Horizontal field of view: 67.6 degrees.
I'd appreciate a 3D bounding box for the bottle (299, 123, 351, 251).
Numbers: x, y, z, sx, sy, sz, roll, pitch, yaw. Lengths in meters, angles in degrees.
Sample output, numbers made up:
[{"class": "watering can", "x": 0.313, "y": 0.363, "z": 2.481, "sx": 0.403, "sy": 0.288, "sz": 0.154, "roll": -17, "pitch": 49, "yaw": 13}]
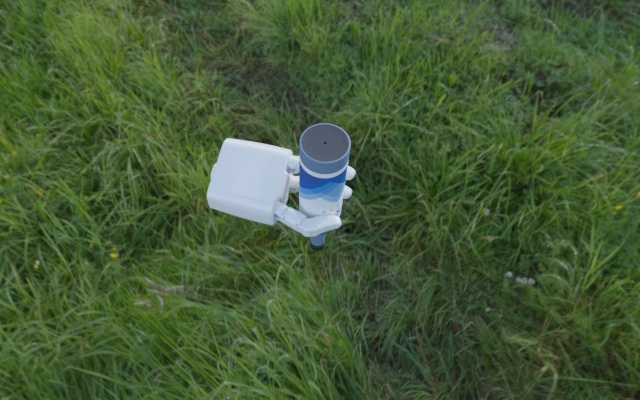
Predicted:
[{"class": "bottle", "x": 0.000, "y": 0.002, "z": 0.741, "sx": 0.069, "sy": 0.069, "sz": 0.296, "roll": 0, "pitch": -32, "yaw": -3}]
